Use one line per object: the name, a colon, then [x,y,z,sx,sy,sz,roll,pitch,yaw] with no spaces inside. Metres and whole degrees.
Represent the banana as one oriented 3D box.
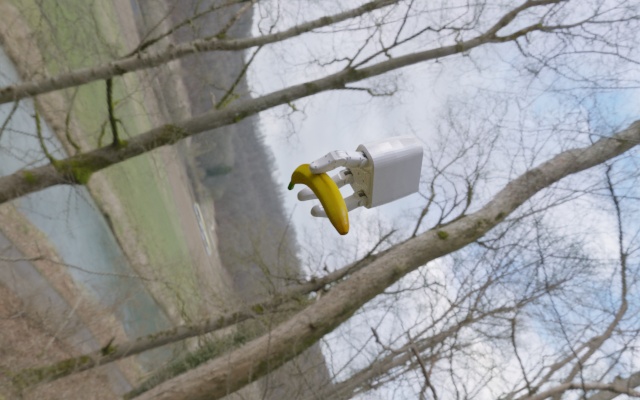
banana: [-0.002,-0.016,0.775,0.037,0.070,0.197,-13,29,-23]
